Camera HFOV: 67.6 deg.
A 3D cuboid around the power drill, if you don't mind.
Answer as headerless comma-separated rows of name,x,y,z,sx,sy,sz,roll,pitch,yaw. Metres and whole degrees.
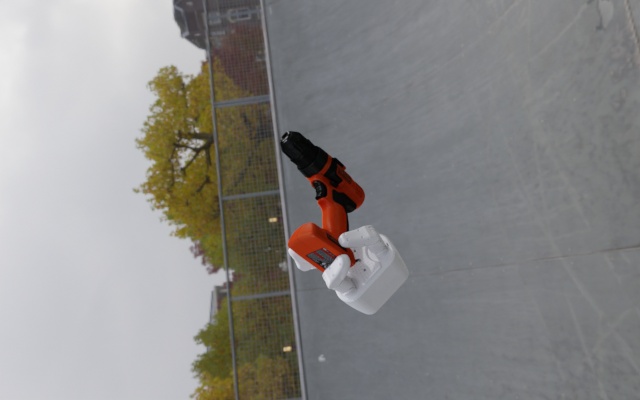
power drill,0.000,0.003,0.723,0.057,0.187,0.184,-28,-52,34
